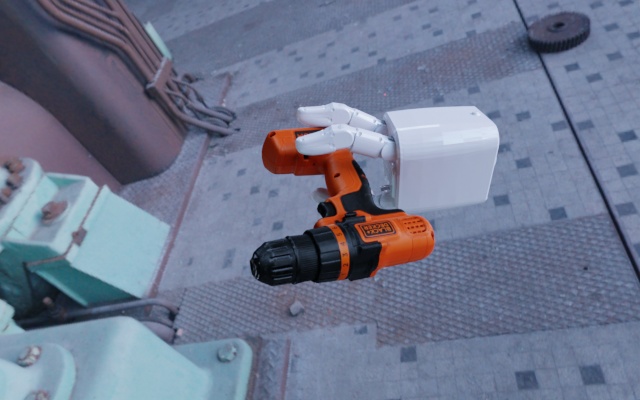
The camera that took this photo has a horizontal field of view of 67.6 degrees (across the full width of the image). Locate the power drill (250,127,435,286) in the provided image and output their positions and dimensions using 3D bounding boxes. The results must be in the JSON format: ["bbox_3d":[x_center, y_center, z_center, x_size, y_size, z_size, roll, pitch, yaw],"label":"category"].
[{"bbox_3d":[0.000,0.001,0.492,0.184,0.057,0.187,-6,47,-24],"label":"power drill"}]
